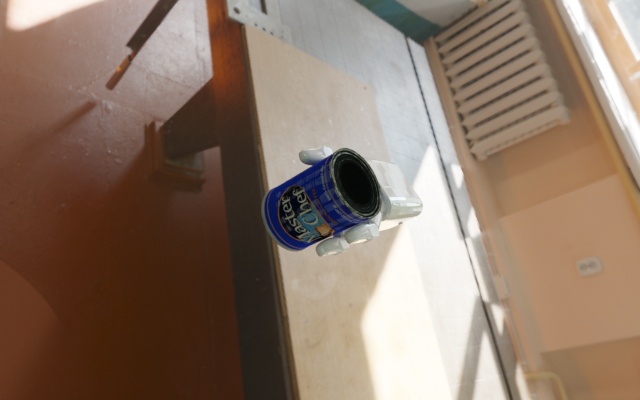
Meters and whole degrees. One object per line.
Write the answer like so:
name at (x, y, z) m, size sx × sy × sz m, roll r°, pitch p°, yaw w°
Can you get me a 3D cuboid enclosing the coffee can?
coffee can at (0.000, 0.002, 0.671) m, size 0.140 × 0.102 × 0.103 m, roll -28°, pitch -18°, yaw 37°
